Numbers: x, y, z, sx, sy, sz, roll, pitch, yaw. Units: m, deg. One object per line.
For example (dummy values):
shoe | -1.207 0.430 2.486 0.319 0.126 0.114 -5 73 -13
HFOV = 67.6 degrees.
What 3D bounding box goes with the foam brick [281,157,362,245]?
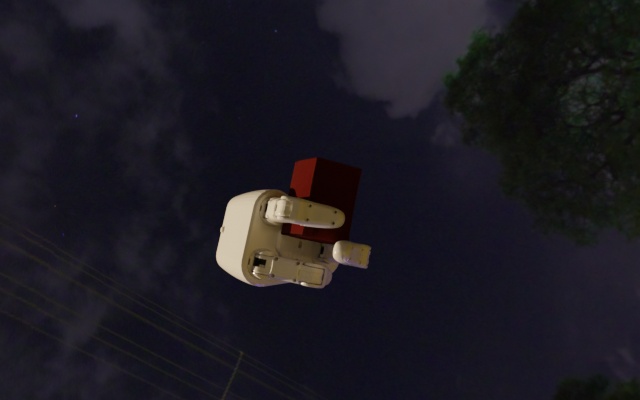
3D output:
foam brick | 0.000 0.001 0.472 0.053 0.078 0.051 15 -8 -27
